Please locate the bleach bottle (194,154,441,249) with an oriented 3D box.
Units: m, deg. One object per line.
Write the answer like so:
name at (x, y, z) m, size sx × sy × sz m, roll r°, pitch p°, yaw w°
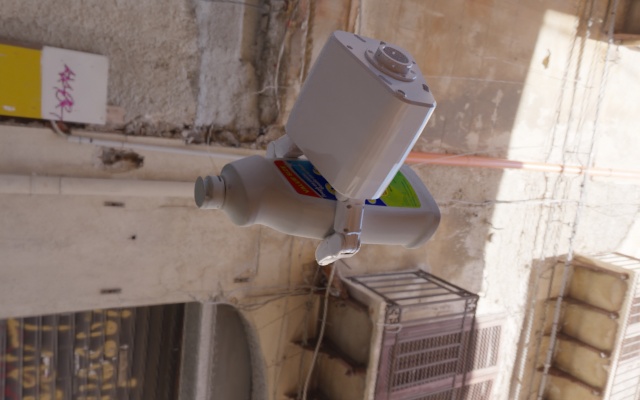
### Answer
bleach bottle at (0.000, 0.002, 0.489) m, size 0.251 × 0.102 × 0.068 m, roll 2°, pitch -43°, yaw -32°
